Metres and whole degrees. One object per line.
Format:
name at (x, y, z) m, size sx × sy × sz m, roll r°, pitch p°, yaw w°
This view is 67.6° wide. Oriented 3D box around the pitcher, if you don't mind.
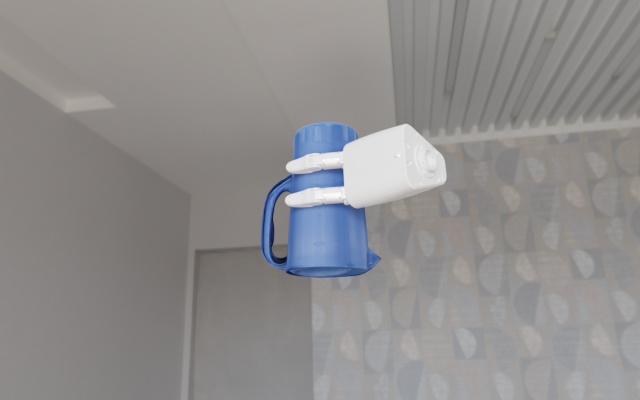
pitcher at (0.000, 0.003, 0.773) m, size 0.149 × 0.242 × 0.145 m, roll 14°, pitch -22°, yaw -42°
